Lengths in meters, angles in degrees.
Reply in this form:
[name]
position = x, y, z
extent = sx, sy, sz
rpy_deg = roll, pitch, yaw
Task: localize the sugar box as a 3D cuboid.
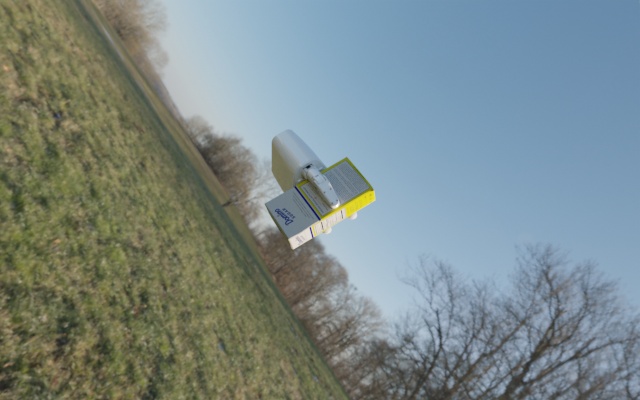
[sugar box]
position = 0.000, 0.003, 0.852
extent = 0.176, 0.093, 0.048
rpy_deg = -31, -34, -9
